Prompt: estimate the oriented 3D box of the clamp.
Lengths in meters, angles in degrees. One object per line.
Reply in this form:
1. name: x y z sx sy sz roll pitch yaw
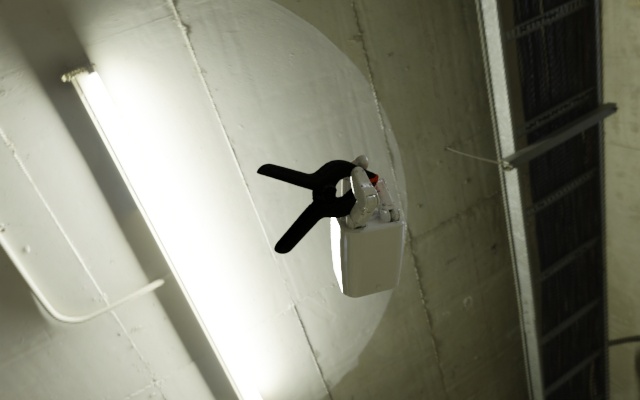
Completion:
1. clamp: 0.000 0.002 0.636 0.171 0.120 0.039 -9 22 -24
